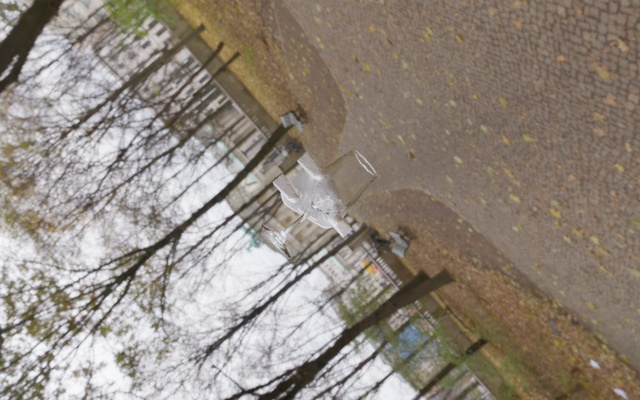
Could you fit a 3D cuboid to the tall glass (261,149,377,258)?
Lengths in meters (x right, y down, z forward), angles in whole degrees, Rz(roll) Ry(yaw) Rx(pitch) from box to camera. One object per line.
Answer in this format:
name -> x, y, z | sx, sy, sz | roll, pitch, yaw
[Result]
tall glass -> 0.000, 0.003, 0.797 | 0.201, 0.079, 0.079 | -41, 0, 0
